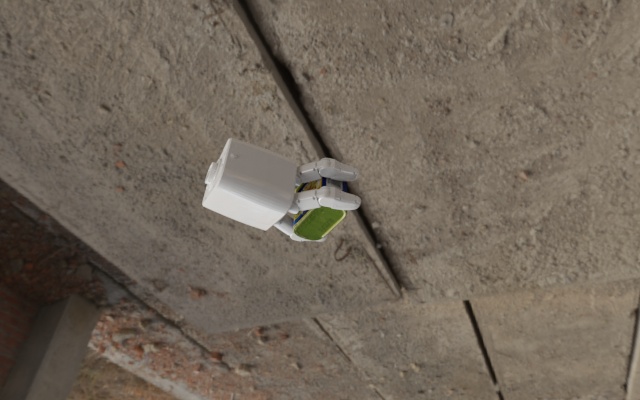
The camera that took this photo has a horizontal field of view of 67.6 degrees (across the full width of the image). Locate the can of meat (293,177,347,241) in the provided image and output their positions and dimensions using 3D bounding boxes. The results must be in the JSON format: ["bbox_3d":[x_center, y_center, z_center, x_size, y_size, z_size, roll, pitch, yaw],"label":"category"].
[{"bbox_3d":[0.000,0.003,0.735,0.057,0.083,0.102,24,-46,-21],"label":"can of meat"}]
